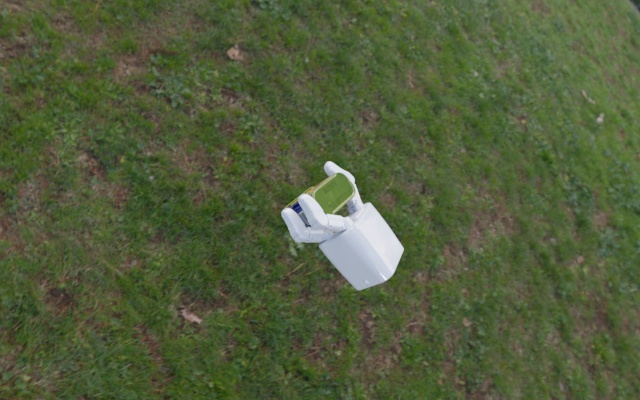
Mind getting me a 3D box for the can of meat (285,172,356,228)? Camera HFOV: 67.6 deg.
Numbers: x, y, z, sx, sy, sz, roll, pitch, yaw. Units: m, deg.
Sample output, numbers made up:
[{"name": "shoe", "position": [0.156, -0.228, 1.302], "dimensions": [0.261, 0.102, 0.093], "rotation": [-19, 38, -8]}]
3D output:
[{"name": "can of meat", "position": [0.000, 0.002, 0.811], "dimensions": [0.102, 0.057, 0.084], "rotation": [-40, 5, -41]}]
